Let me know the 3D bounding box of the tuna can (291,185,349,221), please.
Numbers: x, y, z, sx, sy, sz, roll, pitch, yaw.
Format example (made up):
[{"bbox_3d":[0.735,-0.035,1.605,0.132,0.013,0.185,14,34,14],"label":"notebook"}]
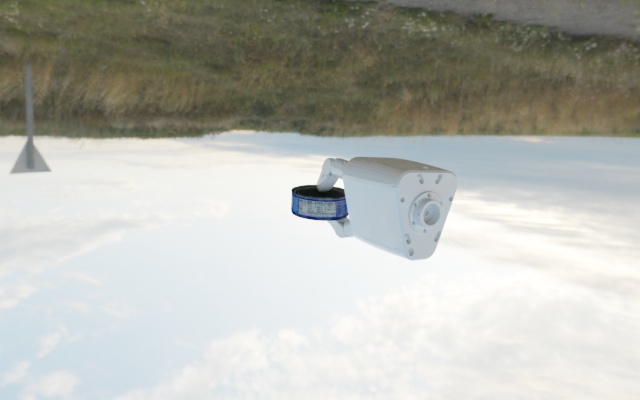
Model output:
[{"bbox_3d":[0.000,0.003,0.683,0.086,0.034,0.086,3,14,-1],"label":"tuna can"}]
